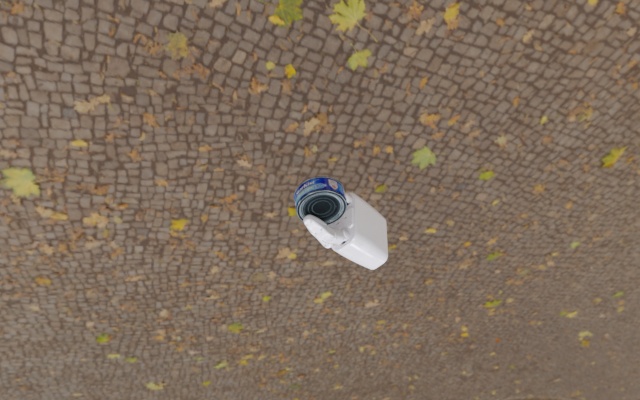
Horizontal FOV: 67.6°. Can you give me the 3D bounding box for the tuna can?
[{"bbox_3d":[0.000,0.003,0.785,0.086,0.086,0.033,0,44,-10],"label":"tuna can"}]
